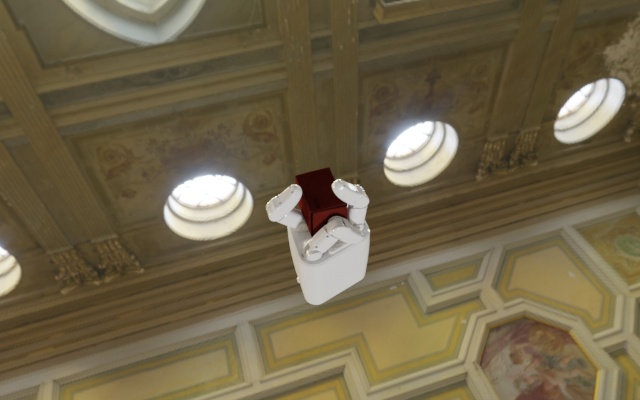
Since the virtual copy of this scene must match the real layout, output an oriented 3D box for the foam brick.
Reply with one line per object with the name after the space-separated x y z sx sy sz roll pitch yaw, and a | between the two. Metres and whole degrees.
0.000 0.002 0.660 0.053 0.051 0.078 -13 47 -11 | foam brick
